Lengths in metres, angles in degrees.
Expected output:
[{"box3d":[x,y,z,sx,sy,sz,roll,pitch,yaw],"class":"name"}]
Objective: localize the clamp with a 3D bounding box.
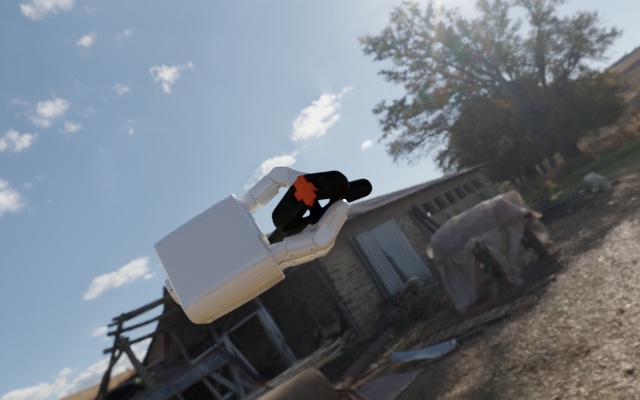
[{"box3d":[-0.001,0.001,0.558,0.164,0.036,0.210,-33,-11,-9],"class":"clamp"}]
